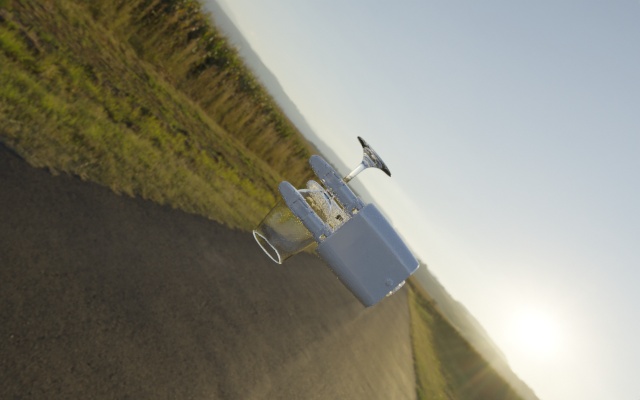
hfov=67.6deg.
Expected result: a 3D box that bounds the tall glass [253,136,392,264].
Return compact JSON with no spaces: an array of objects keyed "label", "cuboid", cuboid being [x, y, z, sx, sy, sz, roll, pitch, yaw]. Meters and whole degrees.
[{"label":"tall glass","cuboid":[0.001,0.002,0.671,0.201,0.079,0.079,-40,-2,2]}]
